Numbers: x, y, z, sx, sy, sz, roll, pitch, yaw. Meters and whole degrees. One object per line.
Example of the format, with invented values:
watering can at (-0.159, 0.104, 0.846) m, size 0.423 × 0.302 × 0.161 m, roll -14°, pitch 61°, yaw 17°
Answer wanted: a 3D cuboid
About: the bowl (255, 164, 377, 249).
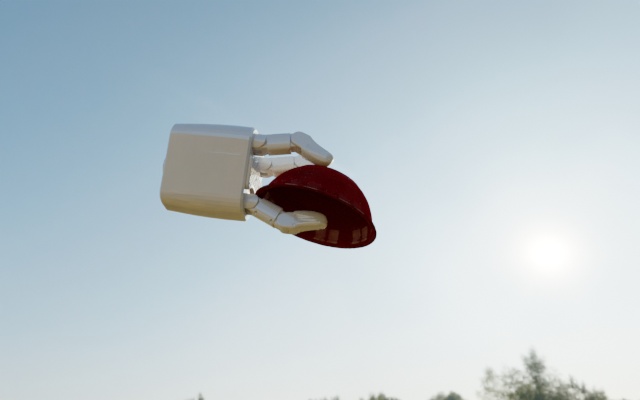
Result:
bowl at (0.001, 0.002, 0.611) m, size 0.162 × 0.055 × 0.162 m, roll 16°, pitch -26°, yaw 8°
